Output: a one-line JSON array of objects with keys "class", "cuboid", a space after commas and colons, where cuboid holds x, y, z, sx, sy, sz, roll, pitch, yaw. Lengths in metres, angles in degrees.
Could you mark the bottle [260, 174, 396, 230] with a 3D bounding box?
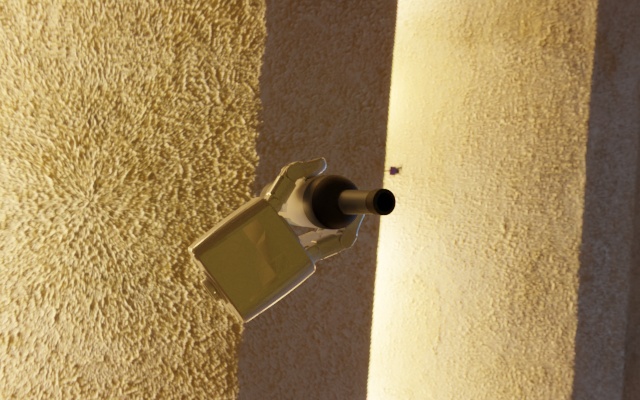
[{"class": "bottle", "cuboid": [0.000, 0.002, 0.606, 0.069, 0.069, 0.295, 0, 0, -26]}]
